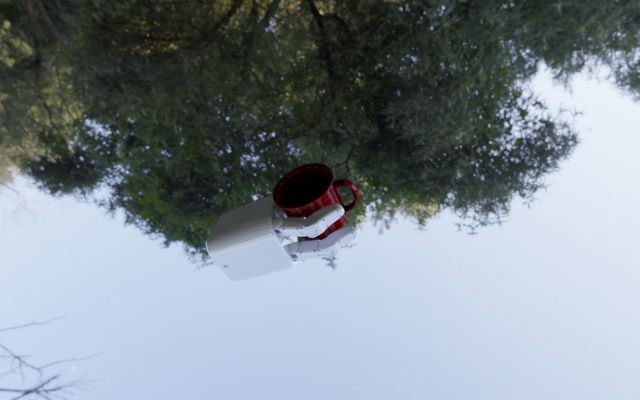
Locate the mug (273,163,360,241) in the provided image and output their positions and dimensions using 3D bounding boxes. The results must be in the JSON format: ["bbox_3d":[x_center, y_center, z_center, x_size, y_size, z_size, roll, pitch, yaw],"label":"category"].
[{"bbox_3d":[0.002,0.002,0.697,0.117,0.081,0.093,-17,40,13],"label":"mug"}]
